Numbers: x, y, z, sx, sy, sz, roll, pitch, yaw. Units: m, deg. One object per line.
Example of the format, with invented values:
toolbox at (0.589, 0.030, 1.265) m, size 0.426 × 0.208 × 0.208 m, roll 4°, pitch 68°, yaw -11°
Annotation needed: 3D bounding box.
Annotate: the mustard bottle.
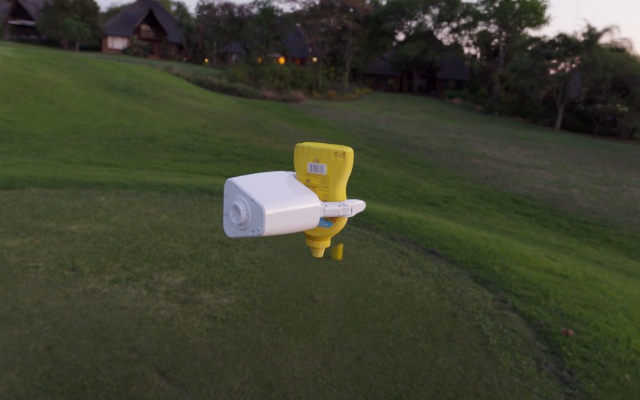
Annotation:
mustard bottle at (0.000, 0.002, 0.798) m, size 0.096 × 0.192 × 0.058 m, roll 9°, pitch 14°, yaw 20°
